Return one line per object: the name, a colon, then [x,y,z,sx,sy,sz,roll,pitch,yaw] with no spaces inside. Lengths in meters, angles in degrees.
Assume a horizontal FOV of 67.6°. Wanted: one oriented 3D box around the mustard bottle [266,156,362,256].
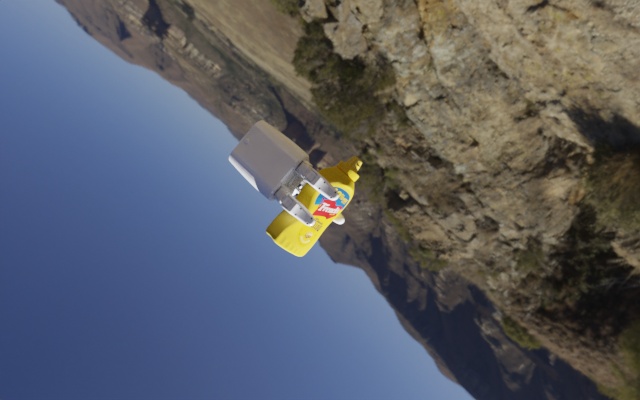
mustard bottle: [0.000,0.003,0.800,0.058,0.191,0.096,43,3,38]
